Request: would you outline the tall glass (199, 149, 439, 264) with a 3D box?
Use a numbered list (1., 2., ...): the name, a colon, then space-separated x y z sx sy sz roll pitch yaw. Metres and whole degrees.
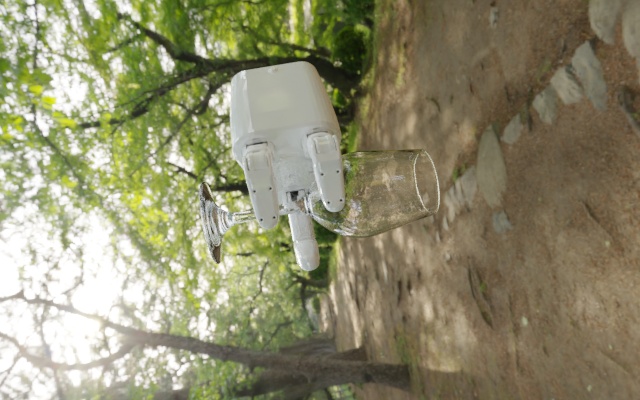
1. tall glass: -0.001 0.002 0.429 0.201 0.079 0.079 -10 1 -4
